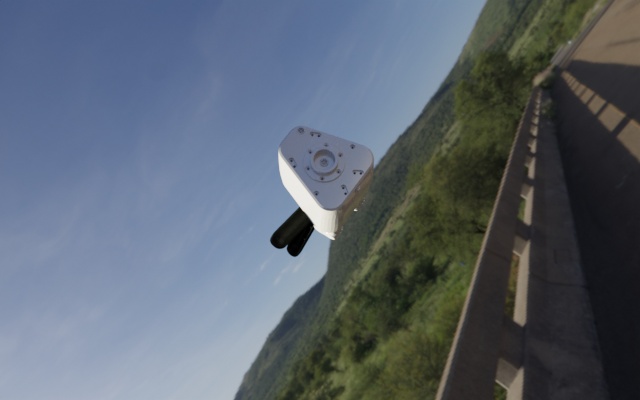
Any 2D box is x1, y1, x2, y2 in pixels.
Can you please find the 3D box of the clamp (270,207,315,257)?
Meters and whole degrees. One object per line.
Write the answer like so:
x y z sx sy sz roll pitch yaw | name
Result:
0.000 0.001 0.743 0.036 0.210 0.164 36 -13 9 | clamp
